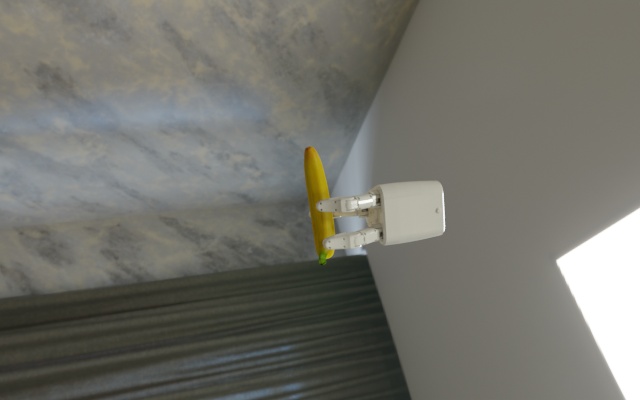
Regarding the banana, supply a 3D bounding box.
[{"bbox_3d":[0.000,0.011,0.787,0.037,0.197,0.070,-8,-16,-3],"label":"banana"}]
